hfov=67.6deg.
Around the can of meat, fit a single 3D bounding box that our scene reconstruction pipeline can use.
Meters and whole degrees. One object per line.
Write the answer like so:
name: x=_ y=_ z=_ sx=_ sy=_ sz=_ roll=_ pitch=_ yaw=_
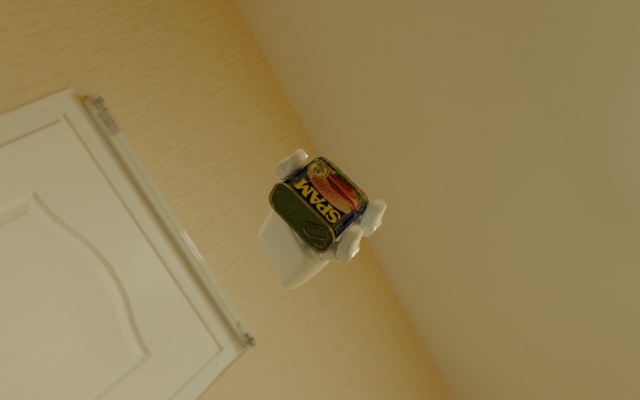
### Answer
can of meat: x=0.000 y=0.002 z=0.612 sx=0.084 sy=0.102 sz=0.057 roll=-39 pitch=-9 yaw=-38
